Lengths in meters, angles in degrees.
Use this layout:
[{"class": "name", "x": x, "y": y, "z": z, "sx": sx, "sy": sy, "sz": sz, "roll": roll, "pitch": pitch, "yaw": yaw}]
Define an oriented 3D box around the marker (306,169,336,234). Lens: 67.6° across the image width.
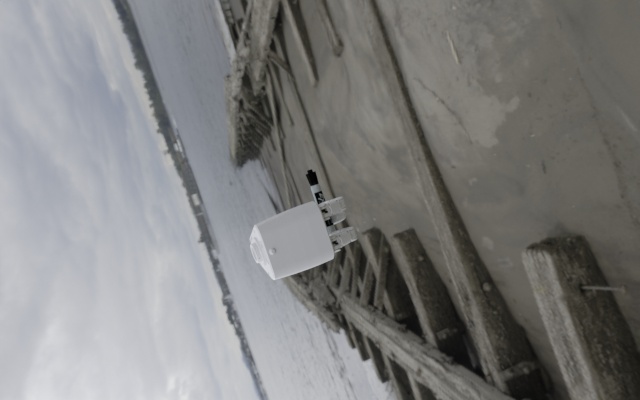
[{"class": "marker", "x": 0.000, "y": 0.003, "z": 0.849, "sx": 0.020, "sy": 0.121, "sz": 0.020, "roll": -19, "pitch": 4, "yaw": 1}]
